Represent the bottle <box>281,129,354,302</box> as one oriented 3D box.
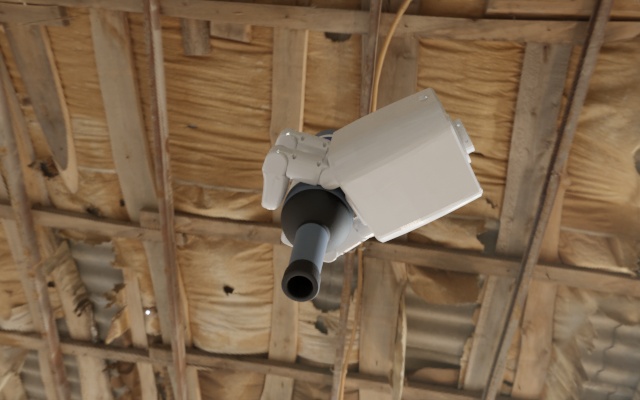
[{"bbox_3d":[0.000,0.001,0.472,0.069,0.069,0.295,0,24,6],"label":"bottle"}]
